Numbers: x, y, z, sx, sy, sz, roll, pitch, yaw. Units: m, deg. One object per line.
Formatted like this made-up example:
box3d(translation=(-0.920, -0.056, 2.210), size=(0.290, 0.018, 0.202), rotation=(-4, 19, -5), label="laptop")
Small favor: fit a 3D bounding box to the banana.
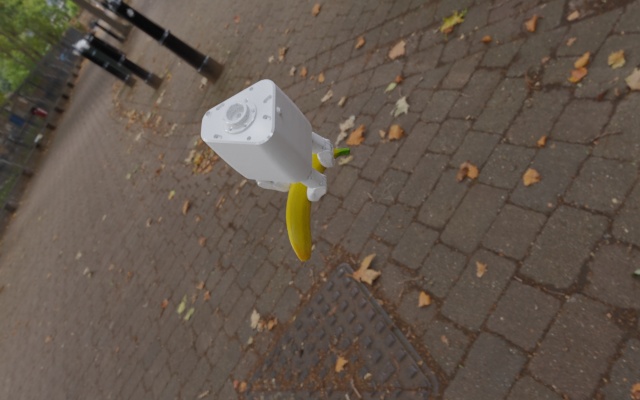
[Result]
box3d(translation=(-0.016, -0.007, 0.743), size=(0.069, 0.197, 0.037), rotation=(21, -12, 2), label="banana")
